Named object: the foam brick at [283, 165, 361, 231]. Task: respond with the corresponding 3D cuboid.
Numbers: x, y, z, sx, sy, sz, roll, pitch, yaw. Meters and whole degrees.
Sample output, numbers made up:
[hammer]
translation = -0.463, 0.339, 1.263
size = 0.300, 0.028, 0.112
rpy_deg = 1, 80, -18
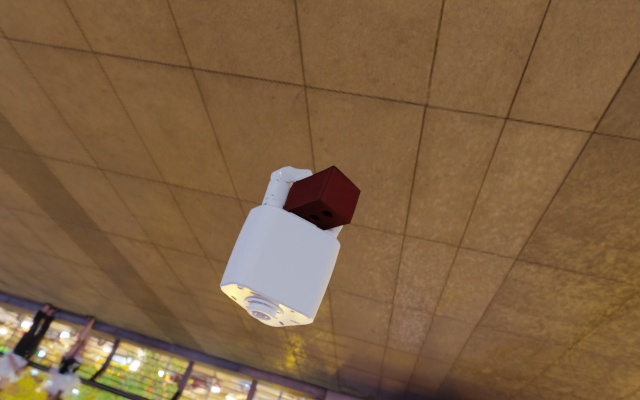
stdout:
[foam brick]
translation = 0.000, 0.002, 0.580
size = 0.053, 0.051, 0.078
rpy_deg = 40, -37, -26
